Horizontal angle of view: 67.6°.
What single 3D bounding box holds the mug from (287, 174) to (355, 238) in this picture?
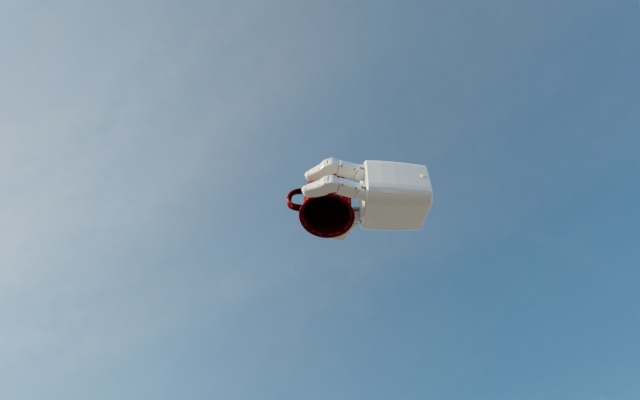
[{"bbox_3d":[-0.001,0.003,0.822,0.117,0.093,0.081,5,36,-1],"label":"mug"}]
